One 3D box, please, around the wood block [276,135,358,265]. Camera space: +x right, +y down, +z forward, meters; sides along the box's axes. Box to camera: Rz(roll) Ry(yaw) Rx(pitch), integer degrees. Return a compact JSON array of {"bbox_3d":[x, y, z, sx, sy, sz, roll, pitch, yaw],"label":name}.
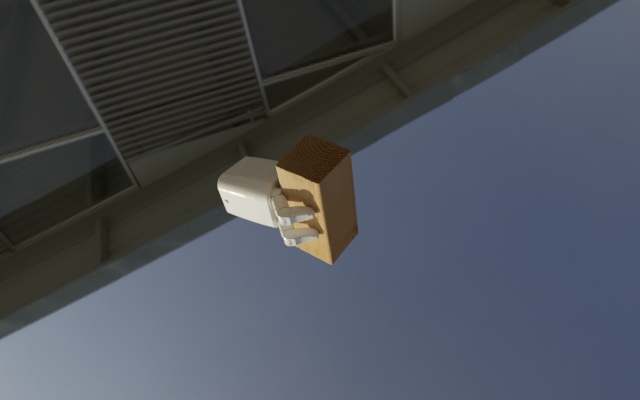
[{"bbox_3d":[0.000,0.002,0.827,0.090,0.206,0.090,24,55,28],"label":"wood block"}]
